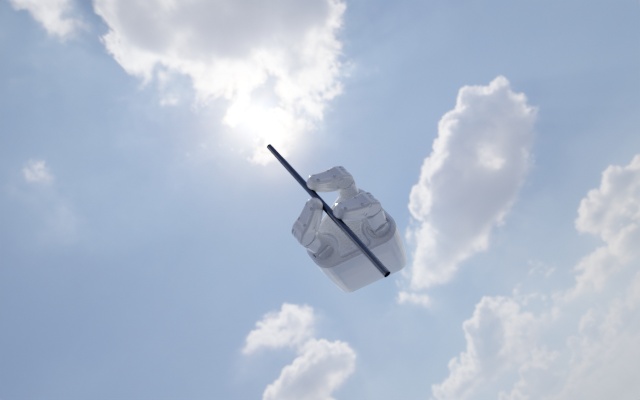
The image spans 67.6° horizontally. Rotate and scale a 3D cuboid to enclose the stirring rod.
[{"bbox_3d":[0.000,0.002,0.543,0.011,0.011,0.239,0,37,-43],"label":"stirring rod"}]
